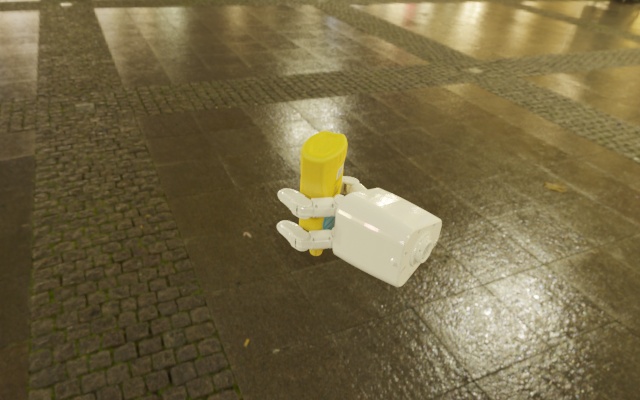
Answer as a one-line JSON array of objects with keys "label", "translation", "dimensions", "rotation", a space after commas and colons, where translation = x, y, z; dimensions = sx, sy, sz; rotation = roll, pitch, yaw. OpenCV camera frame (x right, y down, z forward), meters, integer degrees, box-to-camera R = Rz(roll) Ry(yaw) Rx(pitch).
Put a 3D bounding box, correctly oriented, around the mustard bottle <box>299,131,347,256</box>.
[{"label": "mustard bottle", "translation": [0.000, 0.002, 0.698], "dimensions": [0.058, 0.192, 0.096], "rotation": [12, 34, 12]}]
